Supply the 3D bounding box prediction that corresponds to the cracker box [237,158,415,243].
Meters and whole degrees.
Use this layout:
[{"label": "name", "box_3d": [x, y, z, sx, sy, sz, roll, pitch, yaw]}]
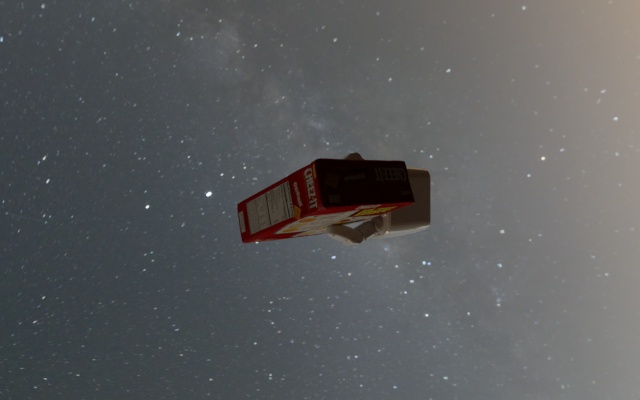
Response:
[{"label": "cracker box", "box_3d": [0.000, 0.003, 0.696, 0.164, 0.072, 0.214, -3, -13, -38]}]
